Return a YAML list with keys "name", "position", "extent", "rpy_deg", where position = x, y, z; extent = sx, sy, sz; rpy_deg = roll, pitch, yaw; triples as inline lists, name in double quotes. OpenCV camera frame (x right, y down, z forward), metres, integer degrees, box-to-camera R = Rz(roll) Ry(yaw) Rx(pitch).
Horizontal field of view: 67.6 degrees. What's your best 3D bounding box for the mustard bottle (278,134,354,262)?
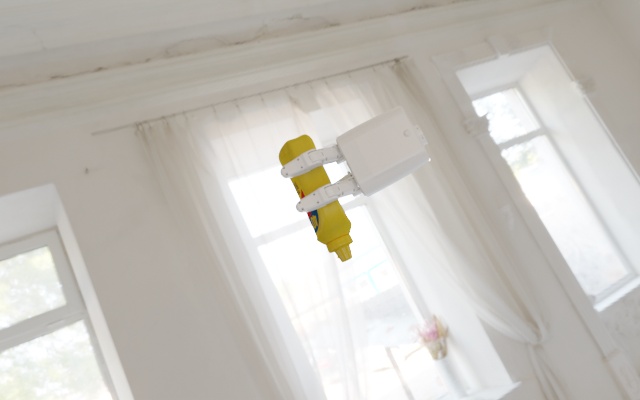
- name: "mustard bottle"
  position: [0.000, 0.002, 0.716]
  extent: [0.058, 0.191, 0.096]
  rpy_deg: [-23, -12, -13]
